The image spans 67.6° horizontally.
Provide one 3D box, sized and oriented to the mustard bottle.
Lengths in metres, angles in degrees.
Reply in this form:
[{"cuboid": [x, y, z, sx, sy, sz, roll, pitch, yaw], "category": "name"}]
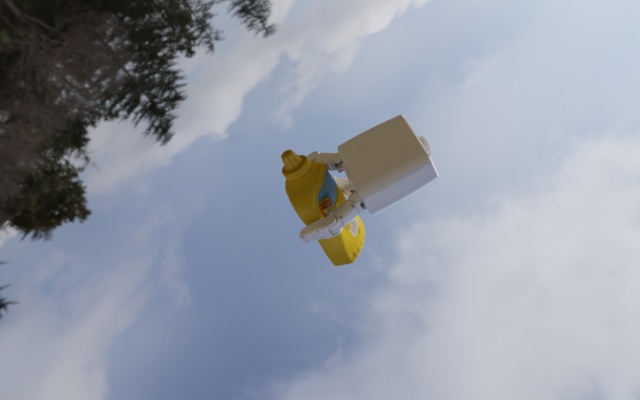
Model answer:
[{"cuboid": [0.000, 0.003, 0.693, 0.058, 0.096, 0.192, -14, -51, 28], "category": "mustard bottle"}]
